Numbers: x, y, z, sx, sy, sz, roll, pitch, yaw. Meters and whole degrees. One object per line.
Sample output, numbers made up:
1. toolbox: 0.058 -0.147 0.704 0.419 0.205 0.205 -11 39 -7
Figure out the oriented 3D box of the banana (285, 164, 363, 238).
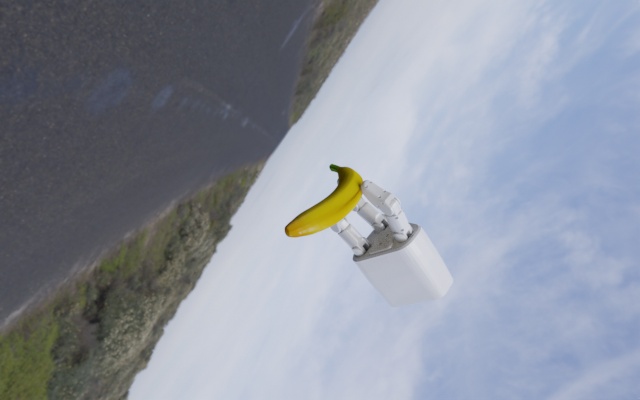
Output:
1. banana: 0.018 -0.001 0.655 0.069 0.037 0.197 -5 25 24
